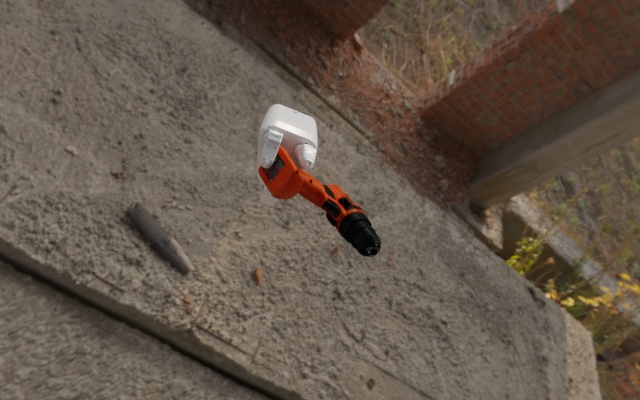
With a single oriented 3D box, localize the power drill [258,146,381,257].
[{"bbox_3d":[0.000,0.002,0.745,0.188,0.057,0.184,35,10,-36],"label":"power drill"}]
